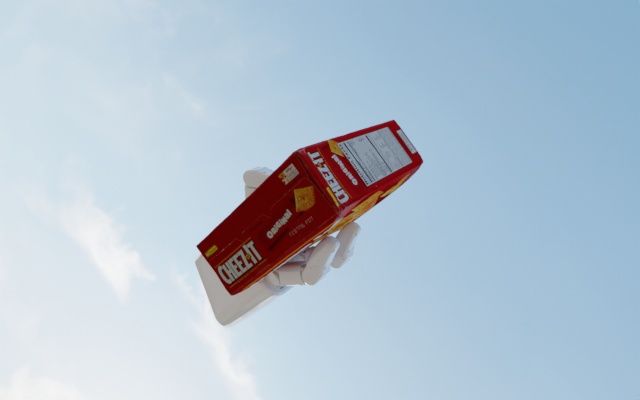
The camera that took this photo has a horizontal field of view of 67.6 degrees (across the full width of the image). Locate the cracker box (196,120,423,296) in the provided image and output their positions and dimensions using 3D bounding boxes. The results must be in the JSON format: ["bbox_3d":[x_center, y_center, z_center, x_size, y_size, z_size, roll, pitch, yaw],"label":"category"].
[{"bbox_3d":[0.000,0.001,0.509,0.164,0.072,0.213,-40,-7,34],"label":"cracker box"}]
